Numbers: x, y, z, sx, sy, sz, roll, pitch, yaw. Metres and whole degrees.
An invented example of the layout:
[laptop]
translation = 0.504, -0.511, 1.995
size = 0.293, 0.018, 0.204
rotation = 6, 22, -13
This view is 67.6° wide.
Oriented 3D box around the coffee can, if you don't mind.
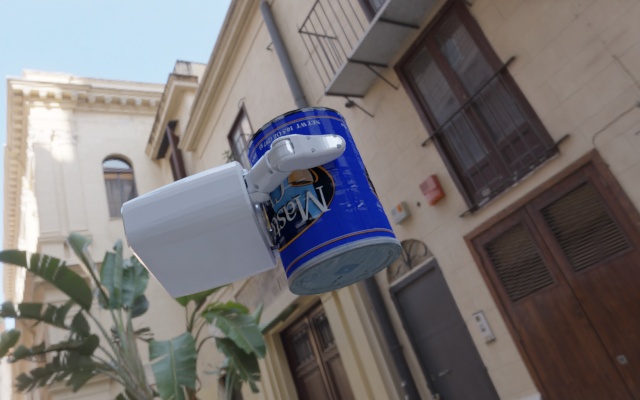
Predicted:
[coffee can]
translation = 0.000, 0.001, 0.437
size = 0.103, 0.140, 0.103
rotation = -17, -25, -8
